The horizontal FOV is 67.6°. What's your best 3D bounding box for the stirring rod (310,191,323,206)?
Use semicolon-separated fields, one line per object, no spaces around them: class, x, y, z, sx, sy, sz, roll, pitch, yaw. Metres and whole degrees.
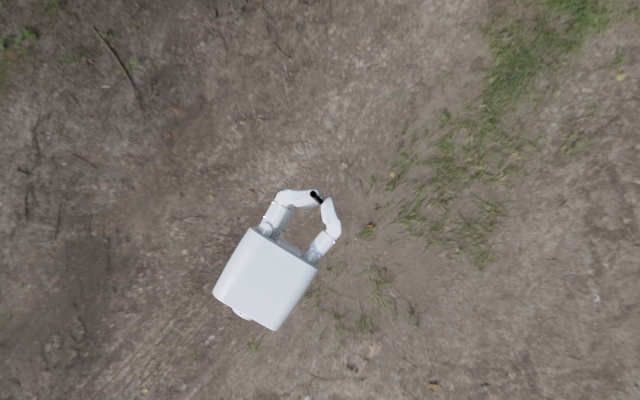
stirring rod;0.000;0.002;0.671;0.011;0.011;0.239;0;-5;4
